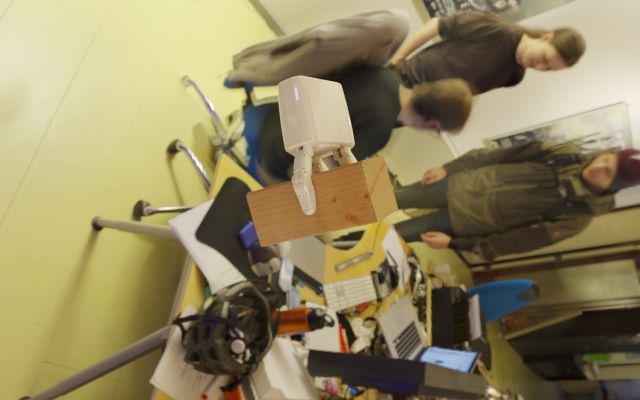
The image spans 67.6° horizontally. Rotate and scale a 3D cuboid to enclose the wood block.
[{"bbox_3d":[0.000,0.002,0.742,0.206,0.090,0.091,-14,3,30],"label":"wood block"}]
